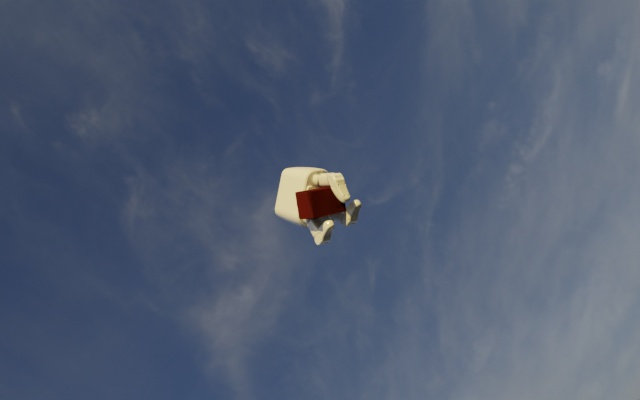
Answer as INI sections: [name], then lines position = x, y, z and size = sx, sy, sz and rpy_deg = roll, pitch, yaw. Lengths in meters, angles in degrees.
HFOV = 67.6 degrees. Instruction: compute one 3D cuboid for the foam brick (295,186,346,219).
[foam brick]
position = 0.000, 0.003, 0.887
size = 0.078, 0.053, 0.051
rpy_deg = -10, 3, -33
